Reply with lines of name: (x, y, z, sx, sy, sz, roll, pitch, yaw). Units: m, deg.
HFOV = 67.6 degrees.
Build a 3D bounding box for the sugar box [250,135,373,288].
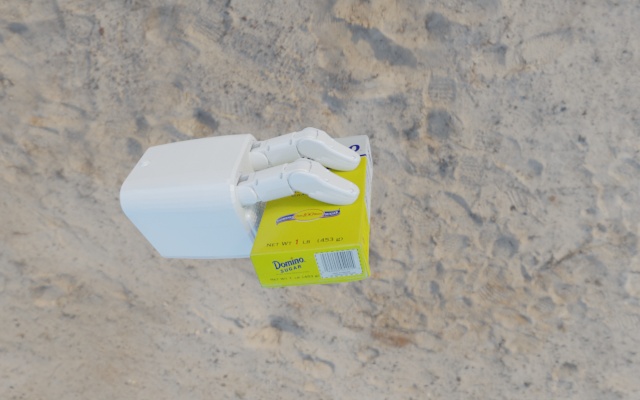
sugar box: (0.000, 0.001, 0.447, 0.093, 0.048, 0.176, -6, 37, 11)
